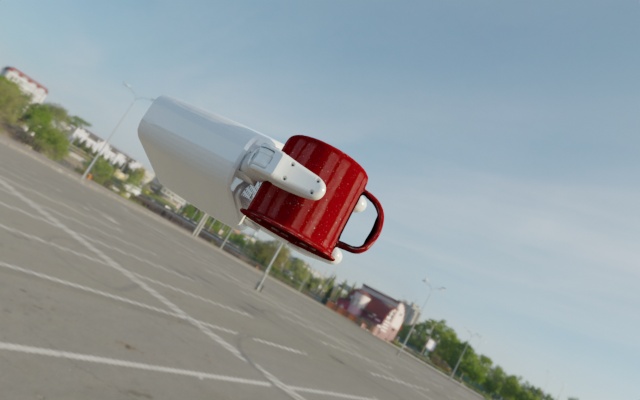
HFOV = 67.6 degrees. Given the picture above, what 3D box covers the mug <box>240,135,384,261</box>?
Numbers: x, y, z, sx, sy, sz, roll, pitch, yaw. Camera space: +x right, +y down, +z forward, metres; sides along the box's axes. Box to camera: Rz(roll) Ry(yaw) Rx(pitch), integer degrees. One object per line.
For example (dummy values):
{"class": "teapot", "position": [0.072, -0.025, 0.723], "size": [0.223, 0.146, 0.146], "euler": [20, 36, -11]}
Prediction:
{"class": "mug", "position": [0.001, 0.002, 0.417], "size": [0.117, 0.081, 0.093], "euler": [26, -10, 12]}
